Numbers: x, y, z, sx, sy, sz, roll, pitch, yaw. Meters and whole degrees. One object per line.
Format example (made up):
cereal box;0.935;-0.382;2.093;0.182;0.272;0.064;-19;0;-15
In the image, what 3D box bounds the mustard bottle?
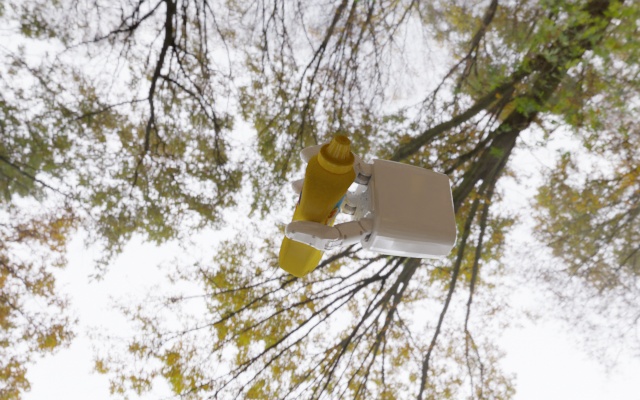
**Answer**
mustard bottle;0.000;0.002;0.580;0.058;0.192;0.096;25;41;5
